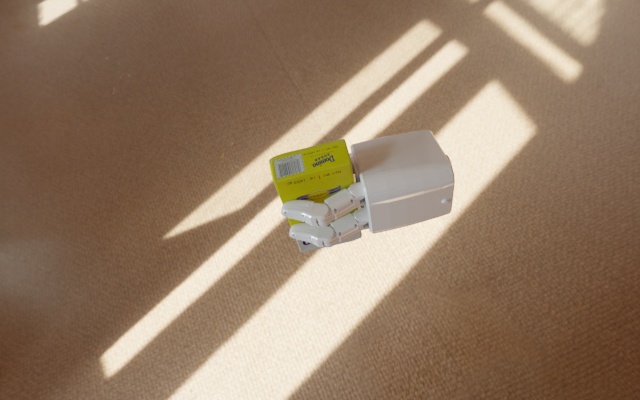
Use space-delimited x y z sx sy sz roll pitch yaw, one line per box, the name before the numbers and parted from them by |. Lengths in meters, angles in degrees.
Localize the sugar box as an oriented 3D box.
sugar box | 0.000 0.002 0.614 0.093 0.048 0.176 -13 -37 2
